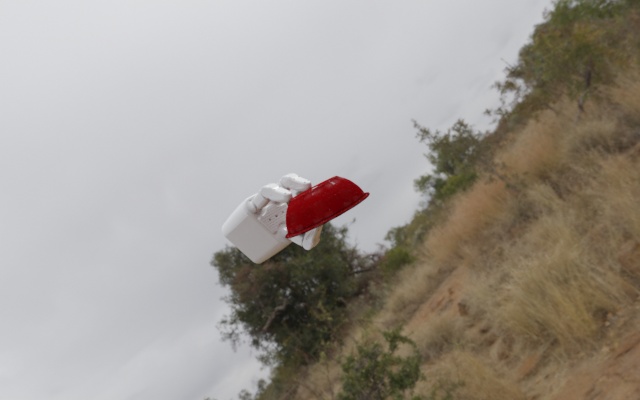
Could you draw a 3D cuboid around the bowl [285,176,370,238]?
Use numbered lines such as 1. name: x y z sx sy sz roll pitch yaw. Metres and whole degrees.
1. bowl: 0.001 0.002 0.808 0.162 0.055 0.162 -27 4 2
